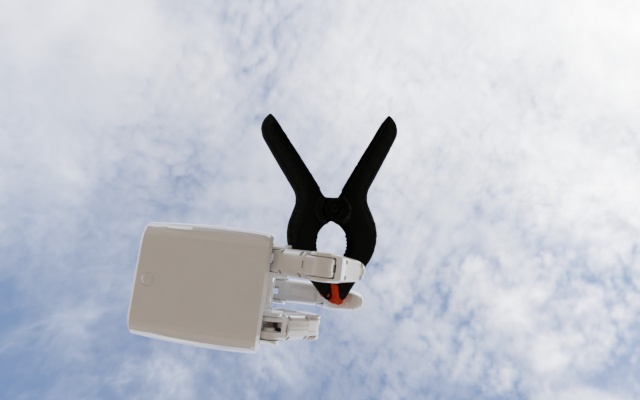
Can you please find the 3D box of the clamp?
[{"bbox_3d":[0.000,0.002,0.419,0.120,0.171,0.039,8,-7,-1],"label":"clamp"}]
